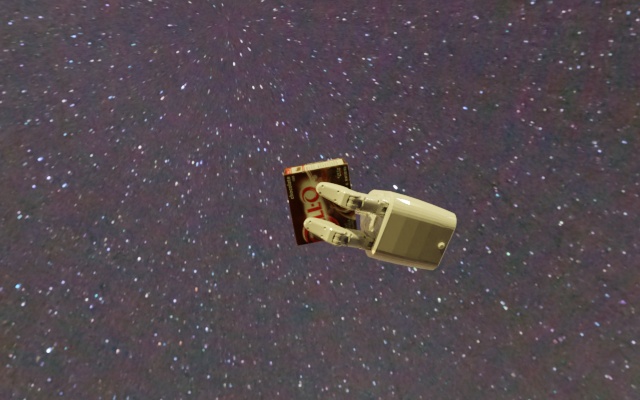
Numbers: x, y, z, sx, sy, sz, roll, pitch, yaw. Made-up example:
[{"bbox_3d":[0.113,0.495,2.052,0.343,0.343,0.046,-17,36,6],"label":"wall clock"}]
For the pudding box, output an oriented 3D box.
[{"bbox_3d":[0.000,0.002,0.679,0.090,0.113,0.039,-11,20,-2],"label":"pudding box"}]
